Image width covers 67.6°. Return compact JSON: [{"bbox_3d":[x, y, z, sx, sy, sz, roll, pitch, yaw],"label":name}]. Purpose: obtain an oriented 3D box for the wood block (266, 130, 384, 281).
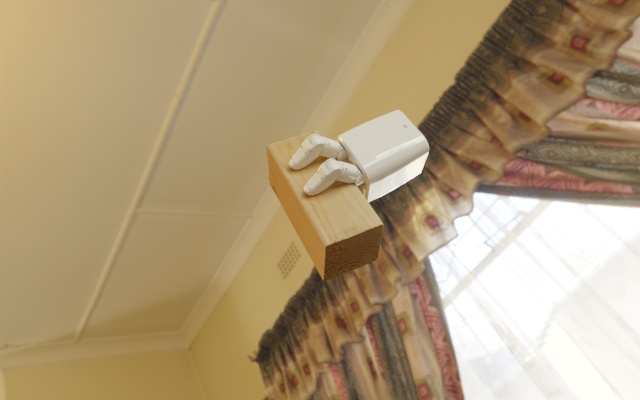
[{"bbox_3d":[0.000,0.002,0.712,0.090,0.206,0.091,-20,-38,-17],"label":"wood block"}]
